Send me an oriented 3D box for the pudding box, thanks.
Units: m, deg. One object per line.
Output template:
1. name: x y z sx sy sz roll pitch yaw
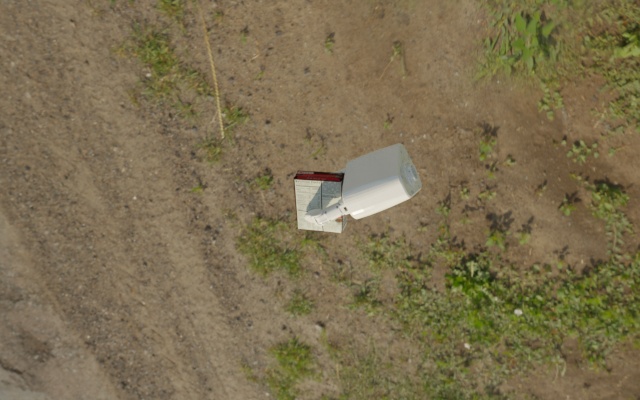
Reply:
1. pudding box: 0.000 0.003 0.870 0.090 0.113 0.039 5 29 13
